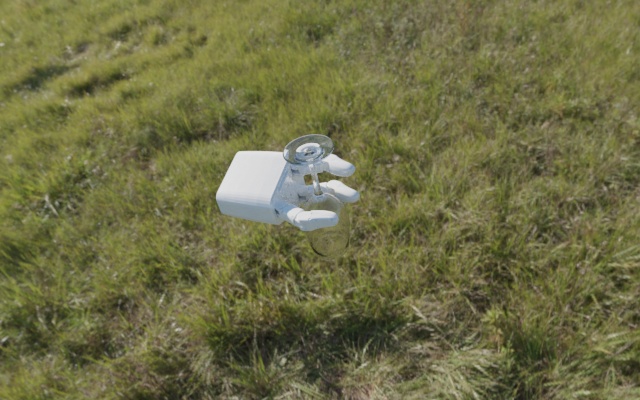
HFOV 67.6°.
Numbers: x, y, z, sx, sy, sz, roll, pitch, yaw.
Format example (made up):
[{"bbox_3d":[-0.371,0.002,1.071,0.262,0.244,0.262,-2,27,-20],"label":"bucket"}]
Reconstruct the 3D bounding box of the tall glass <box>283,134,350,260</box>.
[{"bbox_3d":[0.000,0.002,0.736,0.079,0.201,0.079,-8,39,7],"label":"tall glass"}]
